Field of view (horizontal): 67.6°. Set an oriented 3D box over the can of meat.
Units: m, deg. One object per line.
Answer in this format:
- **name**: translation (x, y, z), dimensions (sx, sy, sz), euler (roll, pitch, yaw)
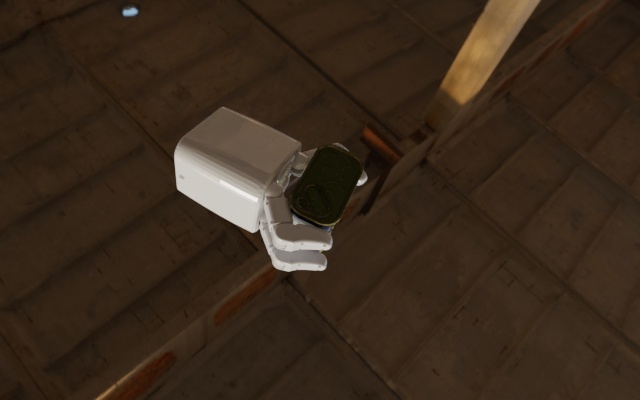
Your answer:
- **can of meat**: translation (0.000, 0.002, 0.541), dimensions (0.057, 0.102, 0.084), euler (26, -33, 3)
